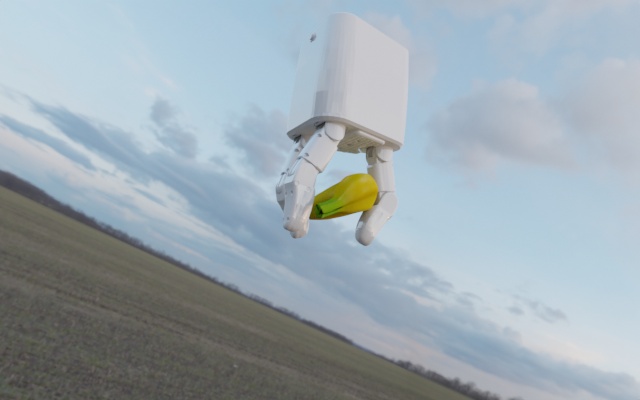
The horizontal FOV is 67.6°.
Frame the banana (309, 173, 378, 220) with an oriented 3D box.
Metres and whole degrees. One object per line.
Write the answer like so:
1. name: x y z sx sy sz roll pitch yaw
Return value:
1. banana: 0.019 -0.002 0.484 0.069 0.037 0.198 -11 -3 -6
